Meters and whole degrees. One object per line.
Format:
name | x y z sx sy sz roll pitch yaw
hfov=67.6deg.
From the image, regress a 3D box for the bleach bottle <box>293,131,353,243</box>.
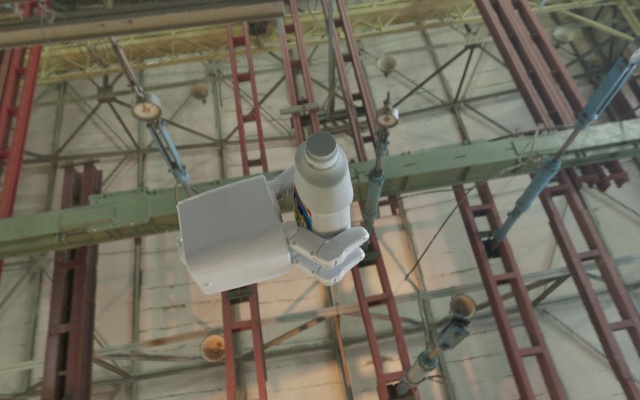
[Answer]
bleach bottle | 0.000 0.002 0.544 0.068 0.102 0.251 -17 -28 -8
